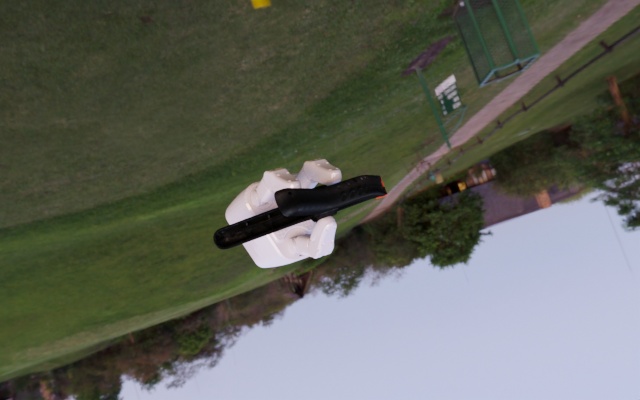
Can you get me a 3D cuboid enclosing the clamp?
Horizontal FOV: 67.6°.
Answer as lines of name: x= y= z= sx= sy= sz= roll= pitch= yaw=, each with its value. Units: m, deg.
clamp: x=0.001 y=0.002 z=0.527 sx=0.210 sy=0.036 sz=0.164 roll=-17 pitch=-6 yaw=-30
